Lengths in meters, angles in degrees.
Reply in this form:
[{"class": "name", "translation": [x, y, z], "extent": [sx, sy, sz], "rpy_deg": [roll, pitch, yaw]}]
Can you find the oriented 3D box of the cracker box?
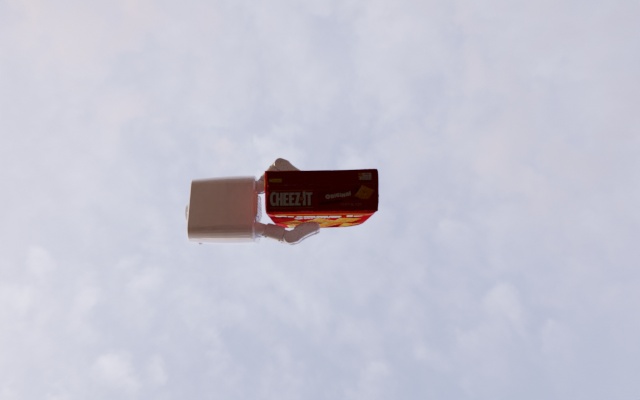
[{"class": "cracker box", "translation": [0.000, 0.002, 0.777], "extent": [0.164, 0.072, 0.214], "rpy_deg": [-2, -7, -1]}]
